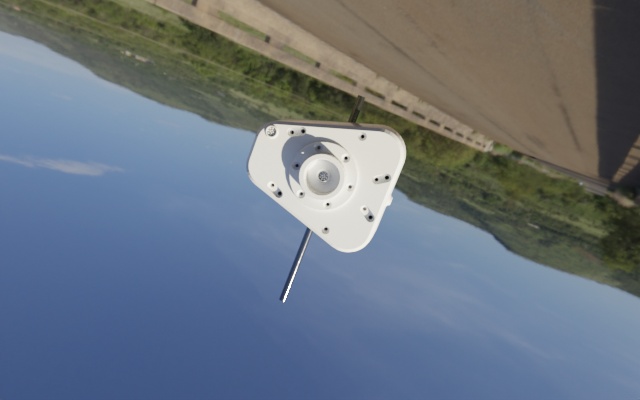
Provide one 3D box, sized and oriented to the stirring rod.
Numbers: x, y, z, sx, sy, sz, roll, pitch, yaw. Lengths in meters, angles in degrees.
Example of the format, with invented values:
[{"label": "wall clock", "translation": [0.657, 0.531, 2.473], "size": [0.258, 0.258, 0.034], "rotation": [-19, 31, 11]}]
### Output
[{"label": "stirring rod", "translation": [0.000, 0.002, 0.519], "size": [0.011, 0.239, 0.011], "rotation": [21, 9, -4]}]
